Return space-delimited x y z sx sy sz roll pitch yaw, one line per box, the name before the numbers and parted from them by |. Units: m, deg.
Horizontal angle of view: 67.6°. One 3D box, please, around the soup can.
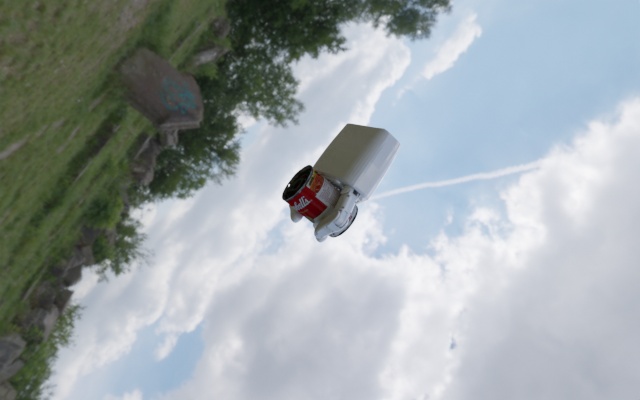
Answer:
soup can | 0.000 0.003 0.739 0.102 0.068 0.068 40 -17 -21
